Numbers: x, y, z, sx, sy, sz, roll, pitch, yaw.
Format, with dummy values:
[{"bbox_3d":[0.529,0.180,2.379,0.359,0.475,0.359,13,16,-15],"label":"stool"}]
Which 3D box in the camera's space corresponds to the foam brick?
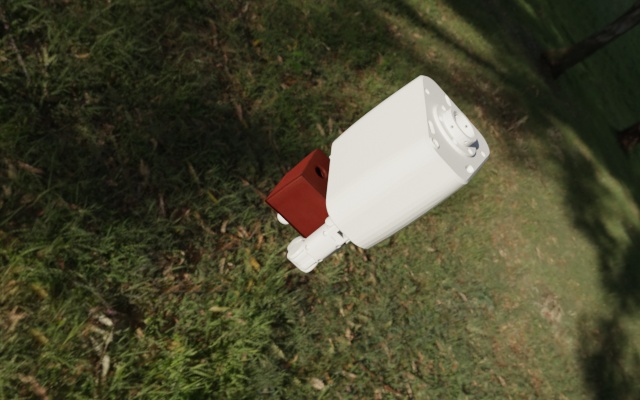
[{"bbox_3d":[0.000,0.001,0.443,0.051,0.078,0.053,-37,15,36],"label":"foam brick"}]
